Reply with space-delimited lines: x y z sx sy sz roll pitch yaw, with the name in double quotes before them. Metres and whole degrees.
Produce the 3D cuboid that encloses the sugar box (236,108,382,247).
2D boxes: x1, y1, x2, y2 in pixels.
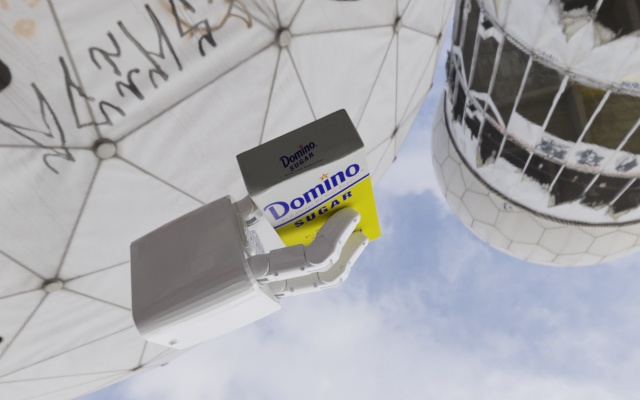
"sugar box" 0.000 0.002 0.424 0.093 0.048 0.176 -24 -26 0
